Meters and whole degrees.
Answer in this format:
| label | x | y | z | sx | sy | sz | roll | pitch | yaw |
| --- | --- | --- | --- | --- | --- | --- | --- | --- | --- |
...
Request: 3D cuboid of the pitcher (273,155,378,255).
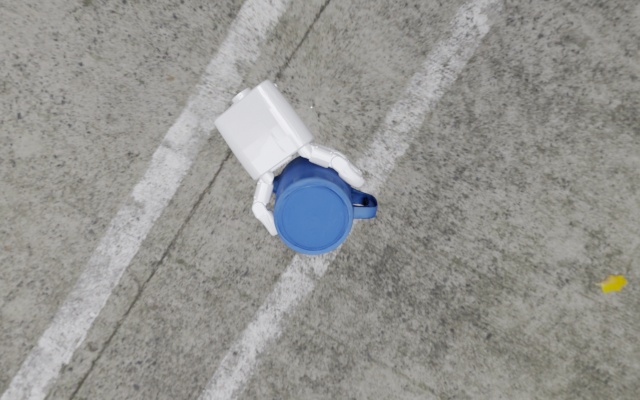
| label | x | y | z | sx | sy | sz | roll | pitch | yaw |
| --- | --- | --- | --- | --- | --- | --- | --- | --- | --- |
| pitcher | 0.000 | 0.002 | 0.746 | 0.149 | 0.145 | 0.242 | -34 | 9 | 5 |
